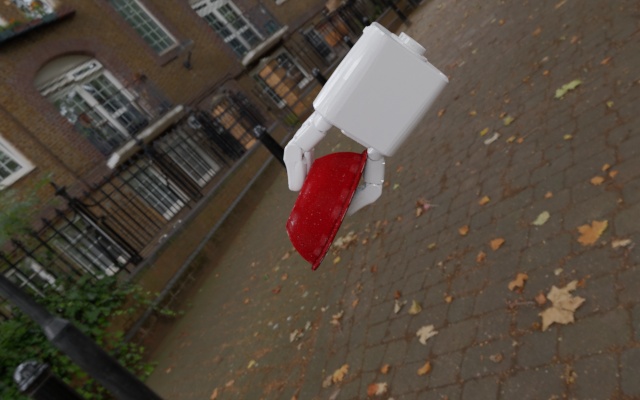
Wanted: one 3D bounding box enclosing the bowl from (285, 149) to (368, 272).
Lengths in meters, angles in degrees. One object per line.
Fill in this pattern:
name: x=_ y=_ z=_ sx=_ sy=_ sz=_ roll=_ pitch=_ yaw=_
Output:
bowl: x=-0.001 y=0.003 z=0.582 sx=0.055 sy=0.162 sz=0.162 roll=23 pitch=-1 yaw=-2
